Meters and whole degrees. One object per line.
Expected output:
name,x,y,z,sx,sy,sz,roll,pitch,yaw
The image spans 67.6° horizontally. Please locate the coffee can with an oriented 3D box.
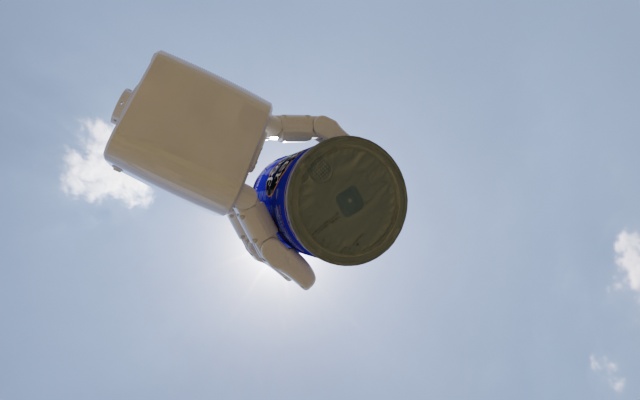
coffee can,0.000,0.001,0.437,0.103,0.103,0.140,0,-1,-20
